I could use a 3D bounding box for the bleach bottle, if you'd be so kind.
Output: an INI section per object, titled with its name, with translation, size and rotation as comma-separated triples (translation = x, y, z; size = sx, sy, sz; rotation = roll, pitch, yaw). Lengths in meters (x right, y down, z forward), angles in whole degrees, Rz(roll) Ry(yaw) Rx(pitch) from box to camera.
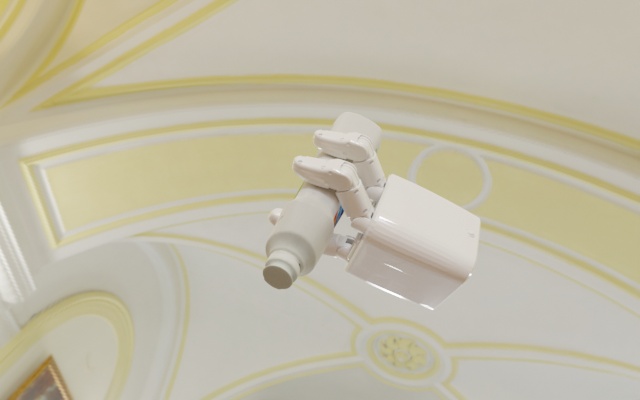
[bleach bottle]
translation = 0.000, 0.002, 0.510
size = 0.068, 0.103, 0.250
rotation = 26, 40, 3
